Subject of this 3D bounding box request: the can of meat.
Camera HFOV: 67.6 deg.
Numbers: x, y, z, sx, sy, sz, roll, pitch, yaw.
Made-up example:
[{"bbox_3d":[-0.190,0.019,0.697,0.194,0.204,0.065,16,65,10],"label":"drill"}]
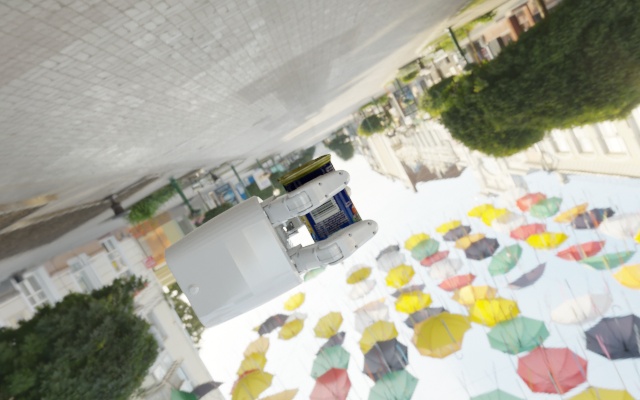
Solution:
[{"bbox_3d":[0.000,0.002,0.501,0.057,0.084,0.102,-29,6,-5],"label":"can of meat"}]
